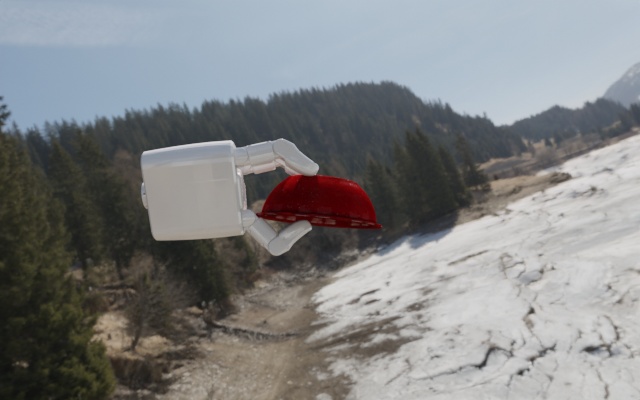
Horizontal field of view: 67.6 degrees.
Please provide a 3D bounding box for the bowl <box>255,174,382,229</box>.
[{"bbox_3d":[0.001,0.002,0.609,0.162,0.055,0.162,6,-6,1],"label":"bowl"}]
